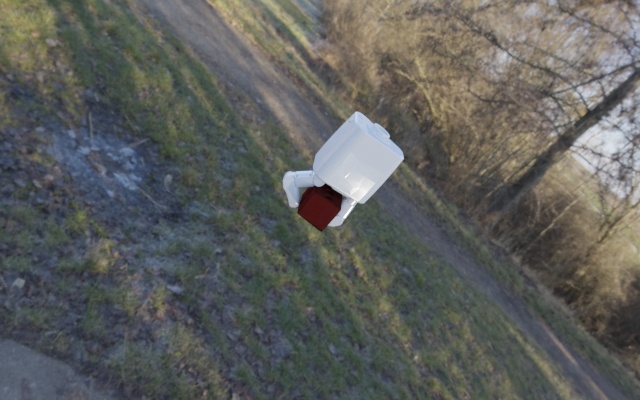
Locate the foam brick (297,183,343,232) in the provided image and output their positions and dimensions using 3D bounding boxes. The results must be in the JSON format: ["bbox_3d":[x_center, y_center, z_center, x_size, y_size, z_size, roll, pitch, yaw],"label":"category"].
[{"bbox_3d":[0.000,0.003,0.793,0.053,0.051,0.078,37,23,-13],"label":"foam brick"}]
